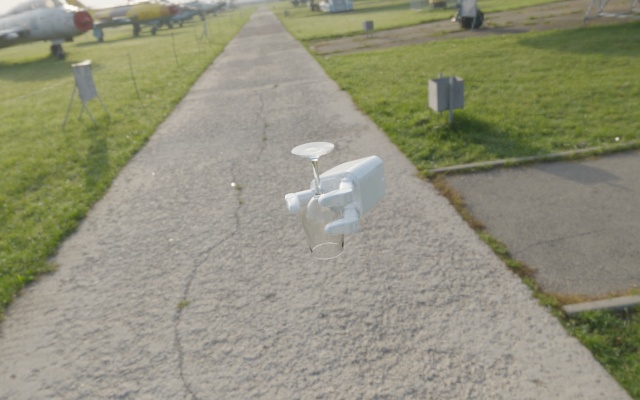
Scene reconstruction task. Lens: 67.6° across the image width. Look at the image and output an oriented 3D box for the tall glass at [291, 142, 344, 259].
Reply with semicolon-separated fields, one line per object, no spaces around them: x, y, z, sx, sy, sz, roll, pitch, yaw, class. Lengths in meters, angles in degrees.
0.000;0.002;0.848;0.079;0.201;0.079;-7;23;3;tall glass
